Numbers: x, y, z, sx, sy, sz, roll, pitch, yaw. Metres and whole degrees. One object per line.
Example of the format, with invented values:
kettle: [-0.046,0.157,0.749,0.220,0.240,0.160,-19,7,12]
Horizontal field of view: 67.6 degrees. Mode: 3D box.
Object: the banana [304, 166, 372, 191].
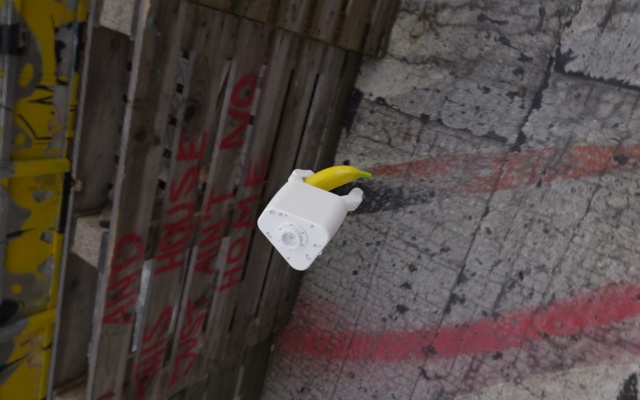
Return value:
banana: [-0.008,-0.011,0.847,0.198,0.070,0.037,-30,30,22]
